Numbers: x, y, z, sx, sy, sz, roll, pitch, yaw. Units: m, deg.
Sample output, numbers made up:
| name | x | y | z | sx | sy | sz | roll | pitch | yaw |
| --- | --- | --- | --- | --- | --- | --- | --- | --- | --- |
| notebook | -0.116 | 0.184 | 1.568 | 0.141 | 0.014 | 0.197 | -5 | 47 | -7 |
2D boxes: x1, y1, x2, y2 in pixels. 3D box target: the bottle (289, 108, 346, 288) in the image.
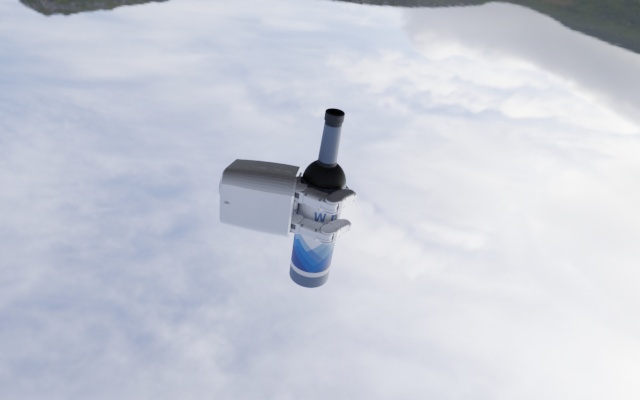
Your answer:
| name | x | y | z | sx | sy | sz | roll | pitch | yaw |
| --- | --- | --- | --- | --- | --- | --- | --- | --- | --- |
| bottle | 0.000 | 0.003 | 0.725 | 0.069 | 0.296 | 0.069 | 7 | 33 | -4 |
